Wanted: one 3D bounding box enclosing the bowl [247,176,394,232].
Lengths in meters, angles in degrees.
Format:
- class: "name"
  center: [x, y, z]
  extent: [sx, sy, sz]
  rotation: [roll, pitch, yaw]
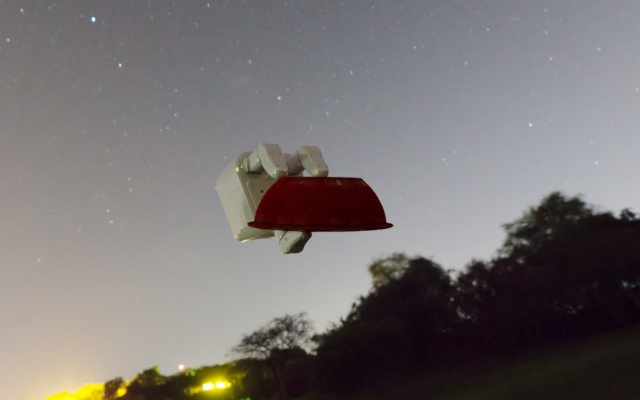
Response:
- class: "bowl"
  center: [0.001, 0.001, 0.531]
  extent: [0.162, 0.055, 0.162]
  rotation: [1, 2, 0]
